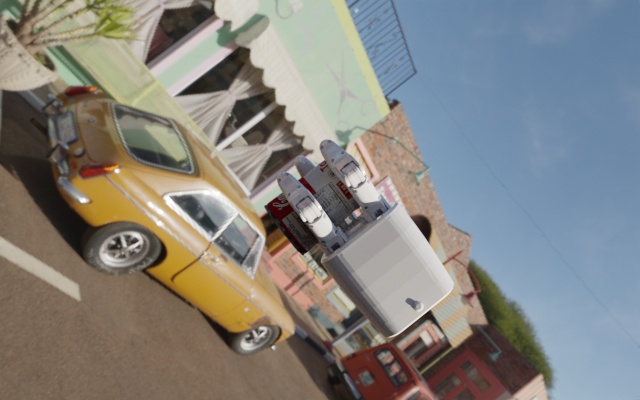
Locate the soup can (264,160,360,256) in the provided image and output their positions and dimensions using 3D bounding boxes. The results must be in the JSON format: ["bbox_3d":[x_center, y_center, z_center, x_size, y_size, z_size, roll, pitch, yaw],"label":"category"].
[{"bbox_3d":[0.000,0.001,0.513,0.102,0.068,0.068,-38,2,-2],"label":"soup can"}]
